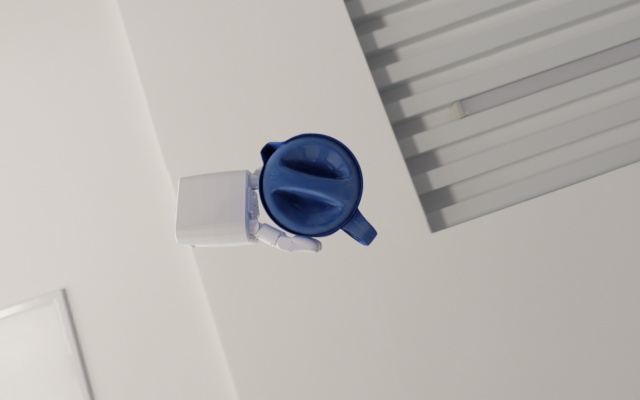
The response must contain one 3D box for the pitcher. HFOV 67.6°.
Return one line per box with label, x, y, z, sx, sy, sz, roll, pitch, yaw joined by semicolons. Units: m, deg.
pitcher;0.000;0.002;0.710;0.145;0.149;0.243;-6;-8;2
